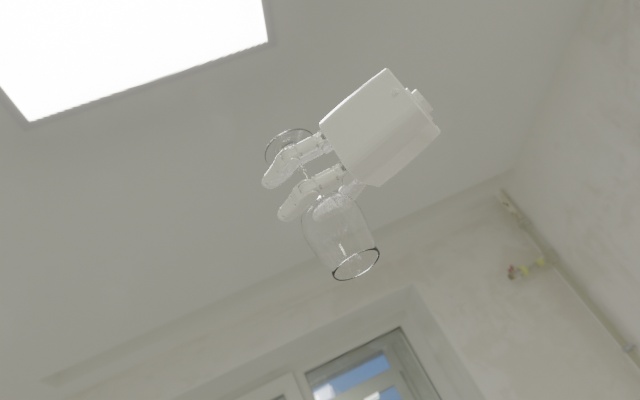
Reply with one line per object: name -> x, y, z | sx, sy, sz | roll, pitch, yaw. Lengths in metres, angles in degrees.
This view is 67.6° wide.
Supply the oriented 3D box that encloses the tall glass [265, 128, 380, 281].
tall glass -> 0.000, 0.002, 0.606 | 0.079, 0.201, 0.079 | -21, -32, -14
